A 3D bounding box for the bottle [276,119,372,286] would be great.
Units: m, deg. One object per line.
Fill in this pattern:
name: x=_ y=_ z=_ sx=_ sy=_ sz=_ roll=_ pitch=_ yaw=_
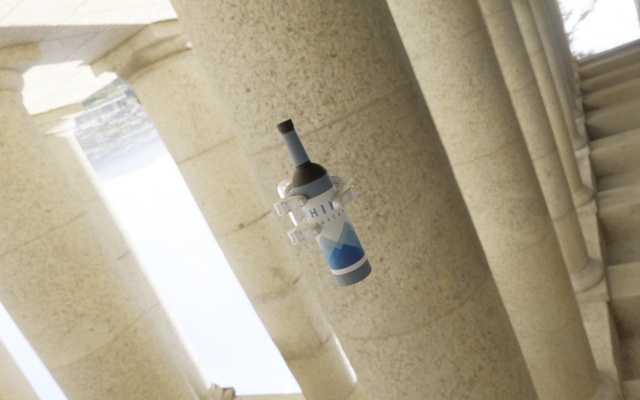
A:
bottle: x=0.000 y=0.003 z=0.808 sx=0.069 sy=0.296 sz=0.069 roll=-23 pitch=13 yaw=6
